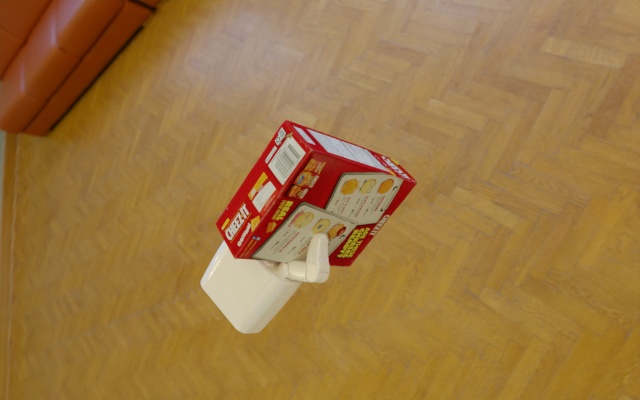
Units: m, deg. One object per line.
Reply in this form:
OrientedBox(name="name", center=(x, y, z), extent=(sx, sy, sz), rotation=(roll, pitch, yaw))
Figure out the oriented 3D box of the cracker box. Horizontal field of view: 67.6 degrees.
OrientedBox(name="cracker box", center=(0.000, 0.002, 0.612), extent=(0.214, 0.164, 0.072), rotation=(11, 33, -47))
